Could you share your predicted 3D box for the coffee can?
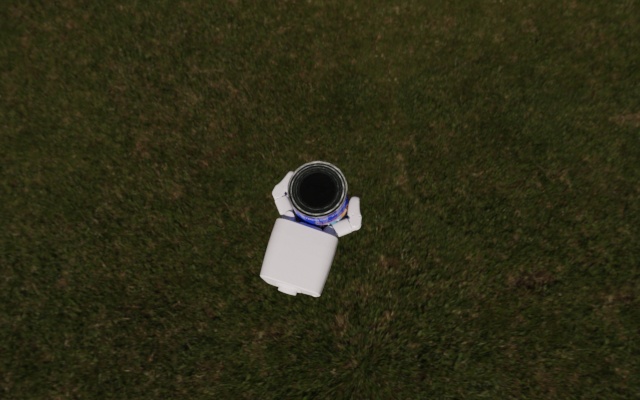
[{"bbox_3d":[0.000,0.003,0.866,0.103,0.102,0.140,0,-19,5],"label":"coffee can"}]
